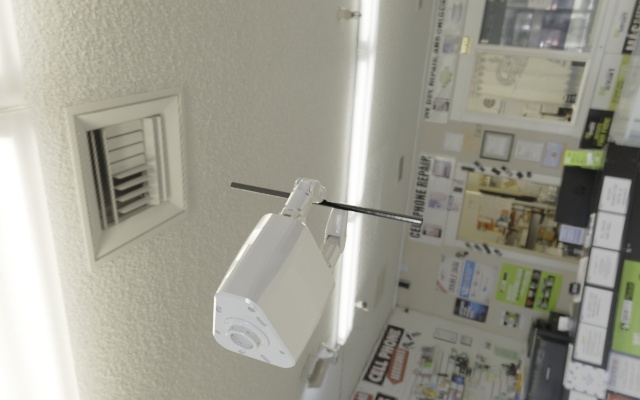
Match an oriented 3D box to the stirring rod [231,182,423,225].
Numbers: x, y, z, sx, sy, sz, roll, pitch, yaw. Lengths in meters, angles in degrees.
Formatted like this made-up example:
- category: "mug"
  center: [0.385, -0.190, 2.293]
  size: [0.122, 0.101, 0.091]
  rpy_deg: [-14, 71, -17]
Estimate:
- category: "stirring rod"
  center: [0.000, 0.002, 0.562]
  size: [0.239, 0.011, 0.011]
  rpy_deg: [11, 4, 19]
